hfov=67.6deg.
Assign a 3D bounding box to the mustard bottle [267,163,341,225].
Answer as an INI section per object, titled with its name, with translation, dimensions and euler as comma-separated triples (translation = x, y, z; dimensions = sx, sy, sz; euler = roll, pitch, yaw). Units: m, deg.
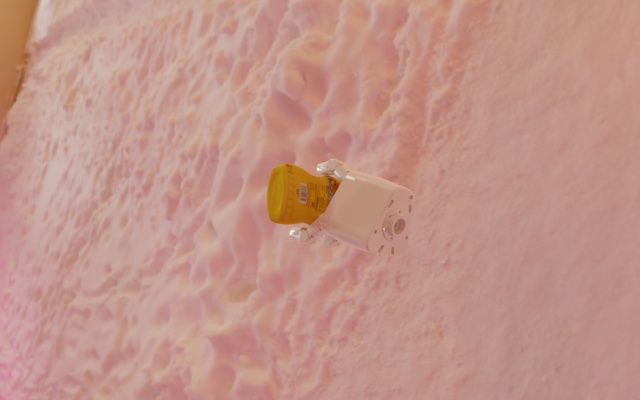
[mustard bottle]
translation = 0.000, 0.003, 0.818
dimensions = 0.191, 0.096, 0.058
euler = 13, -18, -40
